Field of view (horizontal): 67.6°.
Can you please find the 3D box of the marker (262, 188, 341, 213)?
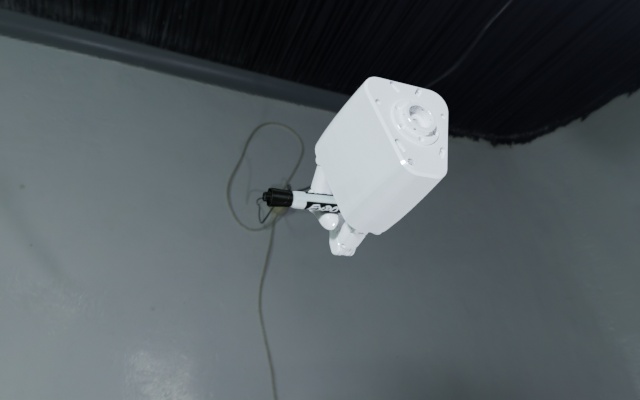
[{"bbox_3d":[0.000,0.002,0.484,0.121,0.020,0.020,6,-3,-24],"label":"marker"}]
